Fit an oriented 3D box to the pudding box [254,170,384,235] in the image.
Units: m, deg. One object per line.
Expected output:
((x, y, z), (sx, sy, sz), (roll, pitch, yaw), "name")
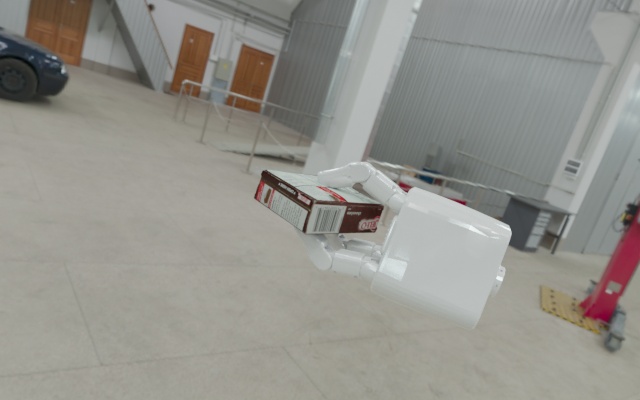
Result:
((0.000, 0.002, 0.518), (0.113, 0.039, 0.090), (5, 18, -46), "pudding box")
